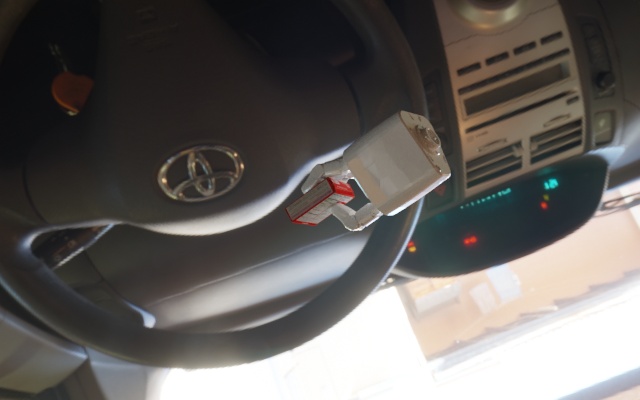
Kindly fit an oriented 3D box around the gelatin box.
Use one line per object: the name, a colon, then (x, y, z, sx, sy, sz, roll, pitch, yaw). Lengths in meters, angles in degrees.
gelatin box: (0.000, 0.003, 0.745, 0.089, 0.030, 0.073, -36, -21, 20)
